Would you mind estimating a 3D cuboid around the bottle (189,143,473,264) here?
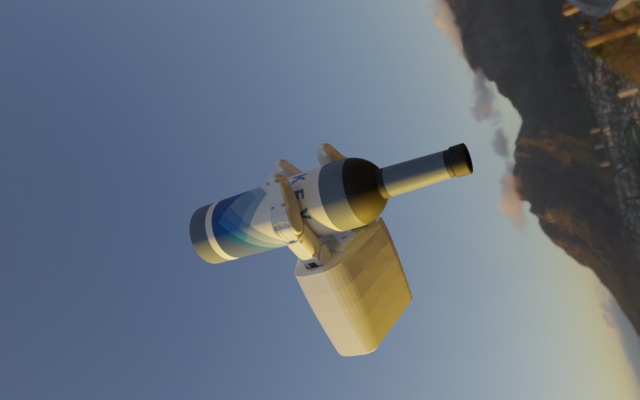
[{"bbox_3d":[0.000,0.002,0.471,0.296,0.069,0.069,-17,-8,28],"label":"bottle"}]
